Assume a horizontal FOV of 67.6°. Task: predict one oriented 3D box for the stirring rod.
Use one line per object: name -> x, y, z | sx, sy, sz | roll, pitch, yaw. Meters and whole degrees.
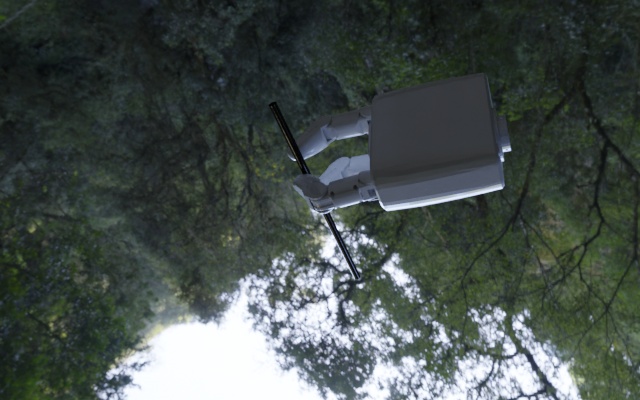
stirring rod -> 0.000, 0.002, 0.502 | 0.011, 0.240, 0.011 | -17, 35, 13
